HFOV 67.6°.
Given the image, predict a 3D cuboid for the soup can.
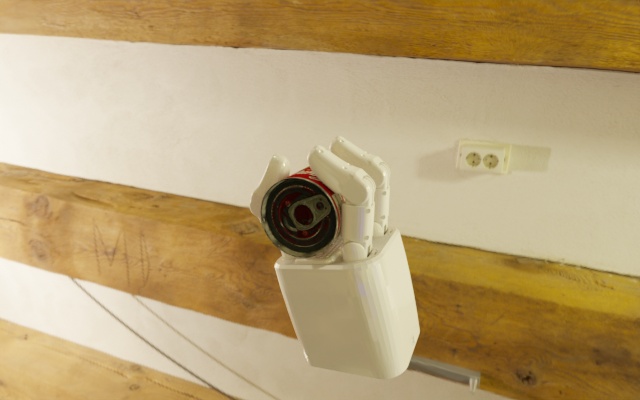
[{"bbox_3d":[0.000,0.001,0.428,0.068,0.068,0.102,0,15,22],"label":"soup can"}]
